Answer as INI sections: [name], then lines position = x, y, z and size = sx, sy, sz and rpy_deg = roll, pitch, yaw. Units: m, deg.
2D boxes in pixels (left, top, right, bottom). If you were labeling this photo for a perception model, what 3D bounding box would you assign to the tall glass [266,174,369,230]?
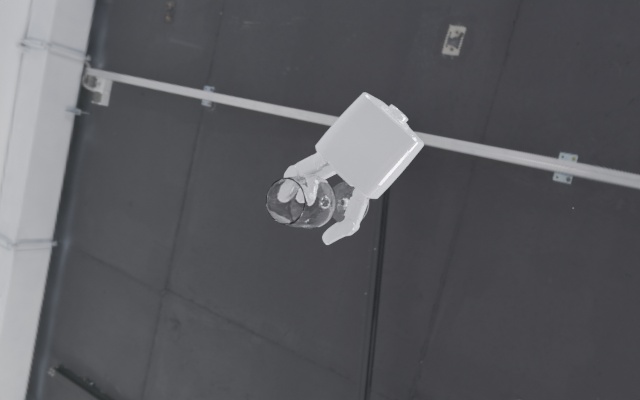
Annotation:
[tall glass]
position = 0.000, 0.002, 0.709
size = 0.079, 0.079, 0.201
rpy_deg = 0, -1, 28
